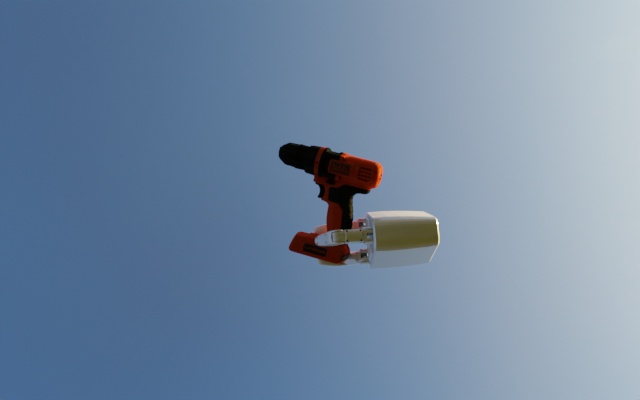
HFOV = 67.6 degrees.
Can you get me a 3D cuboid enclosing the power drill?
[{"bbox_3d":[0.000,0.003,0.822,0.184,0.188,0.057,15,12,16],"label":"power drill"}]
